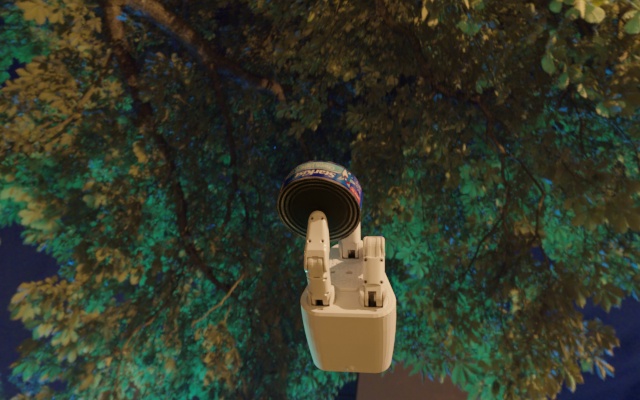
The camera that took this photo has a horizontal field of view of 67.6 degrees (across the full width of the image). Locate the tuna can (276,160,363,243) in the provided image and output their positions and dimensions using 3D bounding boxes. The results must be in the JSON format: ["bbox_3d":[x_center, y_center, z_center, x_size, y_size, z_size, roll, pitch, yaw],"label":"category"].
[{"bbox_3d":[0.000,0.001,0.489,0.086,0.086,0.033,0,40,11],"label":"tuna can"}]
